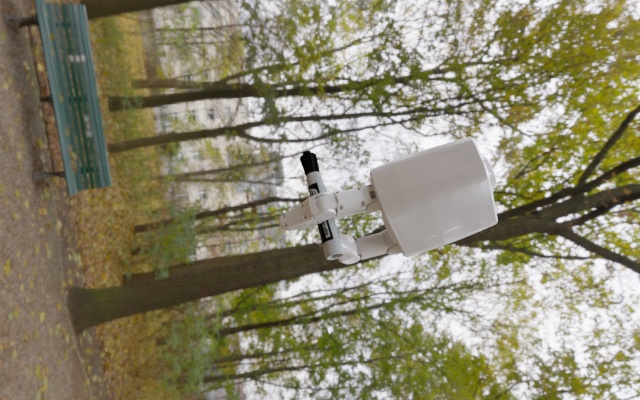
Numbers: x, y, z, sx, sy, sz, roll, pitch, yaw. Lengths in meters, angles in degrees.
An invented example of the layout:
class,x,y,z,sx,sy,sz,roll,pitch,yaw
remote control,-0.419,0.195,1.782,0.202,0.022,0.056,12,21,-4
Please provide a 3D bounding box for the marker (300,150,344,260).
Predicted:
class,x,y,z,sx,sy,sz,roll,pitch,yaw
marker,0.000,0.002,0.490,0.020,0.121,0.020,-13,-24,-6
